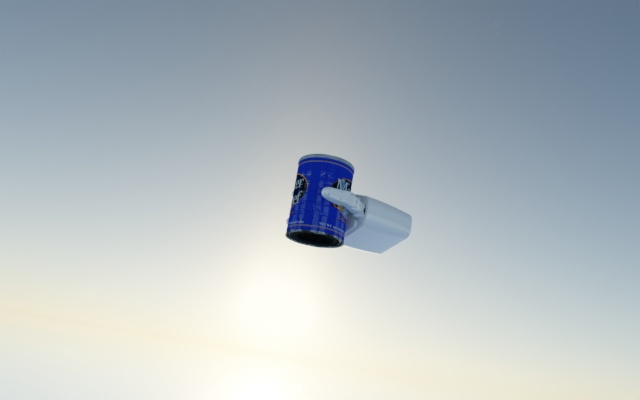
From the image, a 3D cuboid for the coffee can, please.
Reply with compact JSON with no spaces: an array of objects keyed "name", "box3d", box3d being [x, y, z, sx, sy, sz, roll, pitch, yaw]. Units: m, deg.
[{"name":"coffee can","box3d":[0.000,0.003,0.837,0.103,0.140,0.103,8,-18,3]}]
